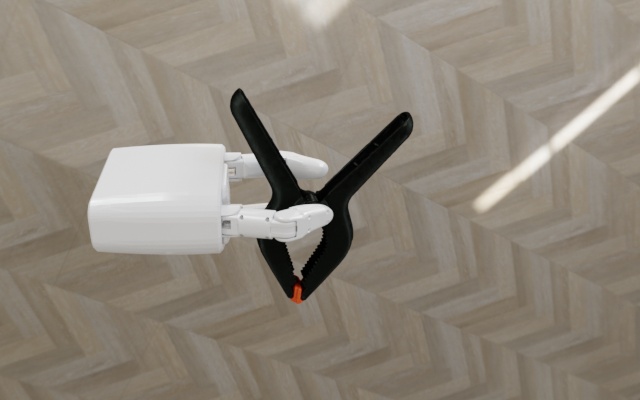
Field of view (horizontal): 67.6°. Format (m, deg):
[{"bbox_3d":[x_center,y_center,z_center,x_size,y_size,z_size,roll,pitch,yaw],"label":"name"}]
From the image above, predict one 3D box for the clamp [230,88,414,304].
[{"bbox_3d":[0.000,0.002,0.454,0.164,0.210,0.036,0,22,-6],"label":"clamp"}]
